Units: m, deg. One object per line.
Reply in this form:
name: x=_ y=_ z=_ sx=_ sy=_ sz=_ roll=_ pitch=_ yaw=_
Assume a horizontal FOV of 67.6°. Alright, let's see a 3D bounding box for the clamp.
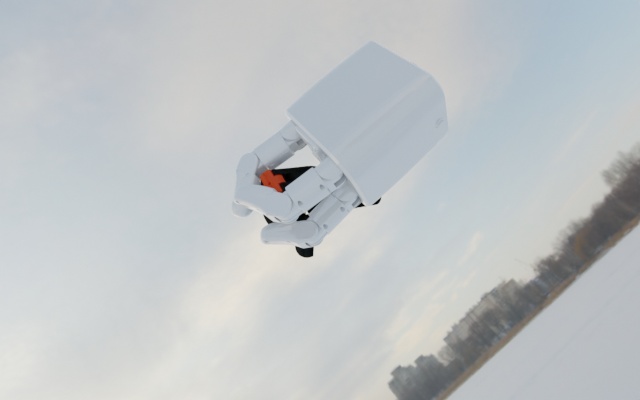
clamp: x=0.000 y=0.001 z=0.495 sx=0.120 sy=0.039 sz=0.171 roll=-41 pitch=-26 yaw=0
